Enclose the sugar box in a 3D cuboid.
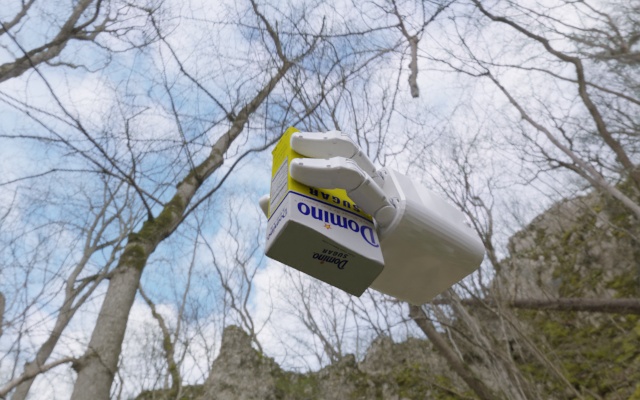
[{"bbox_3d":[0.000,0.001,0.444,0.093,0.048,0.176,27,24,-20],"label":"sugar box"}]
